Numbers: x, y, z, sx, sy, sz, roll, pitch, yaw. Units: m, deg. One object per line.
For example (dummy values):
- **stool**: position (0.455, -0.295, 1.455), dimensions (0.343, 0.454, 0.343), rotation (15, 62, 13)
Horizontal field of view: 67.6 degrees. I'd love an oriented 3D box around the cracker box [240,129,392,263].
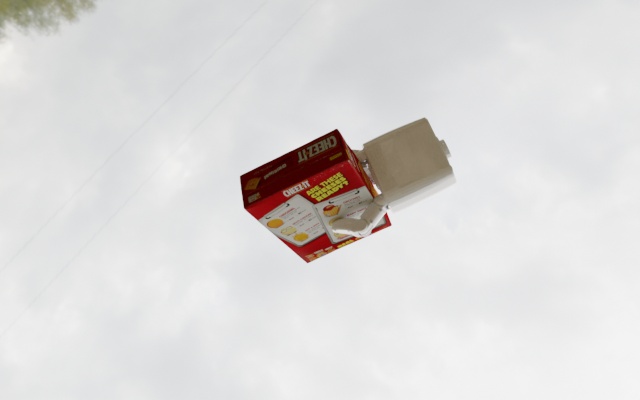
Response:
- **cracker box**: position (0.000, 0.003, 0.743), dimensions (0.164, 0.072, 0.214), rotation (-25, -36, 11)
